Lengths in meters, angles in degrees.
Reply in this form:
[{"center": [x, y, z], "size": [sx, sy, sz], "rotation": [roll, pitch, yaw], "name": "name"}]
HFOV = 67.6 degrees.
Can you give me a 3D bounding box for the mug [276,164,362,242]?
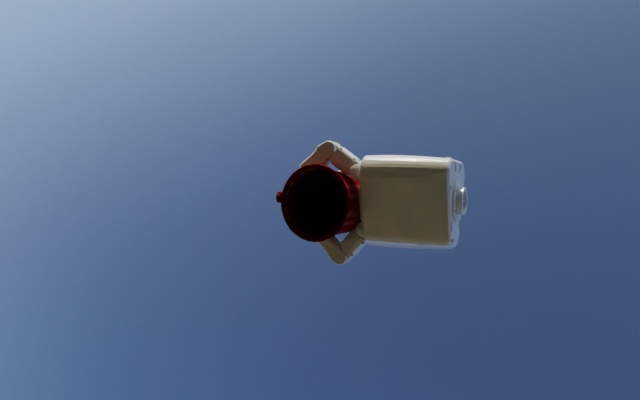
[{"center": [-0.001, 0.002, 0.607], "size": [0.117, 0.093, 0.081], "rotation": [4, 2, 28], "name": "mug"}]
